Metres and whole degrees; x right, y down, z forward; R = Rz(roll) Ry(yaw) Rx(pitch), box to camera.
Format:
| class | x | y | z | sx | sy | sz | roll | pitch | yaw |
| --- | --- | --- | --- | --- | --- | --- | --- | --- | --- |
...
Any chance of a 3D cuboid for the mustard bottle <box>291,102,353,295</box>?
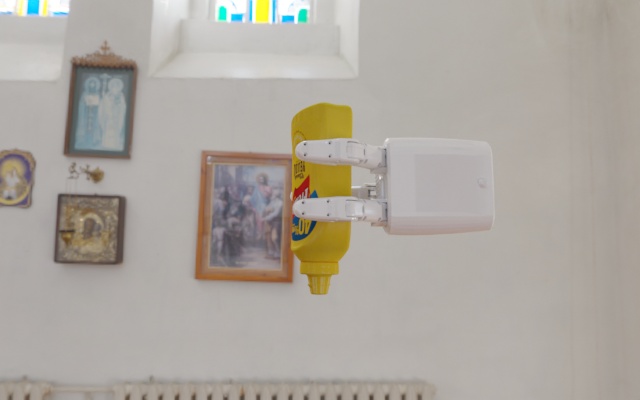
| class | x | y | z | sx | sy | sz | roll | pitch | yaw |
| --- | --- | --- | --- | --- | --- | --- | --- | --- | --- |
| mustard bottle | 0.000 | 0.001 | 0.503 | 0.058 | 0.191 | 0.096 | 3 | -7 | -24 |
